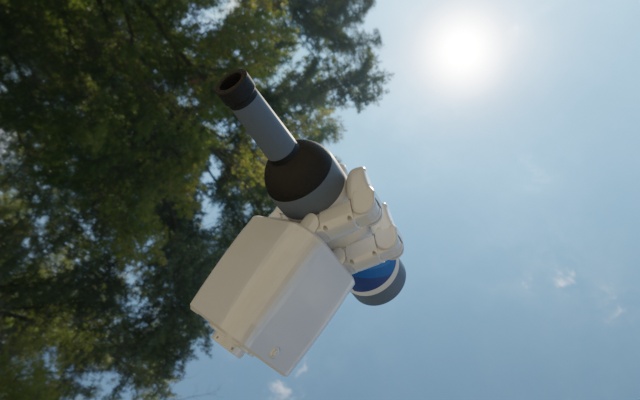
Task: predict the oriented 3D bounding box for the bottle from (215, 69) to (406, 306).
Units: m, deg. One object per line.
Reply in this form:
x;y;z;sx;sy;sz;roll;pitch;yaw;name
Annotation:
0.000;0.002;0.445;0.069;0.069;0.296;0;-37;34;bottle
